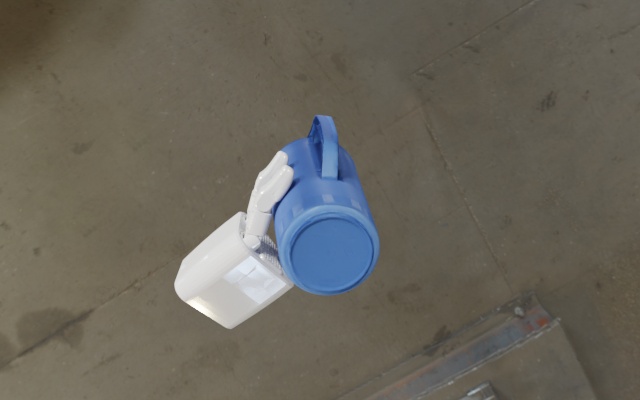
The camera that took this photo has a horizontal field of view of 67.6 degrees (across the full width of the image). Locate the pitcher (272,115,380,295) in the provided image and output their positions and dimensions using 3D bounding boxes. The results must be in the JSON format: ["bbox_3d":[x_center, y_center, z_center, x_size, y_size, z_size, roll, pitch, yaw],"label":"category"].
[{"bbox_3d":[0.000,0.002,0.600,0.145,0.149,0.242,-36,21,8],"label":"pitcher"}]
